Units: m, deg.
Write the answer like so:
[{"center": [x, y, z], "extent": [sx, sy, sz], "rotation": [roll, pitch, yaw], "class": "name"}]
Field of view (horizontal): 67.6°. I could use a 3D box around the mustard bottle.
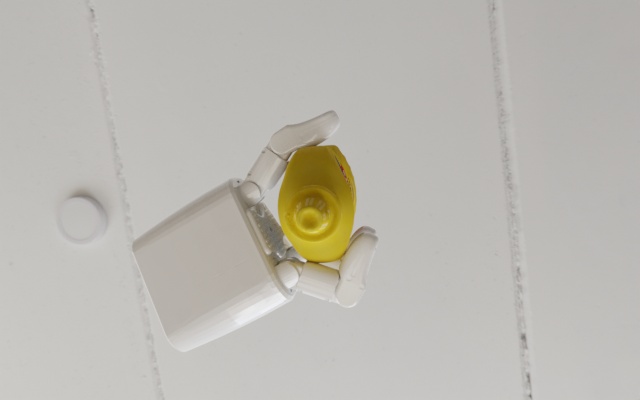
[{"center": [0.000, 0.001, 0.408], "extent": [0.058, 0.096, 0.191], "rotation": [-5, 6, 6], "class": "mustard bottle"}]
